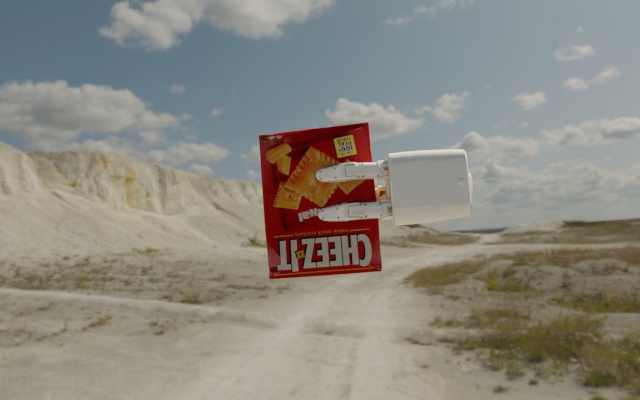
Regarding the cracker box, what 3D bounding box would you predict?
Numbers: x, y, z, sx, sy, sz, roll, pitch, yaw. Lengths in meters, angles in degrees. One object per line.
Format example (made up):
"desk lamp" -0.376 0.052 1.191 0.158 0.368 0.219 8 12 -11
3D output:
"cracker box" 0.000 0.002 0.702 0.164 0.213 0.072 -5 -5 5
